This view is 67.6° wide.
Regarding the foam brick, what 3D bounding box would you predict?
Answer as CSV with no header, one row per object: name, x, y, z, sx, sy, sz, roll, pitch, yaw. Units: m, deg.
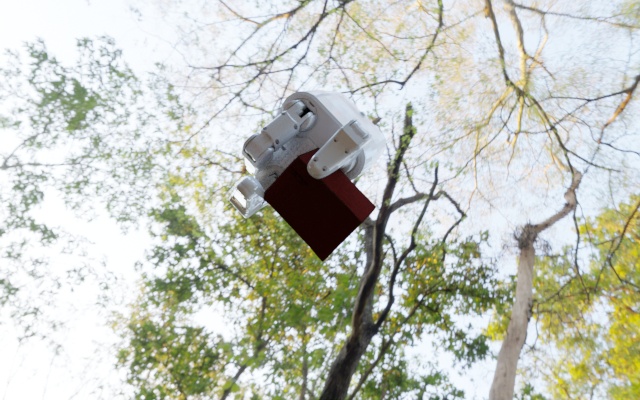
foam brick,0.000,0.002,0.413,0.053,0.078,0.051,-45,-5,24
